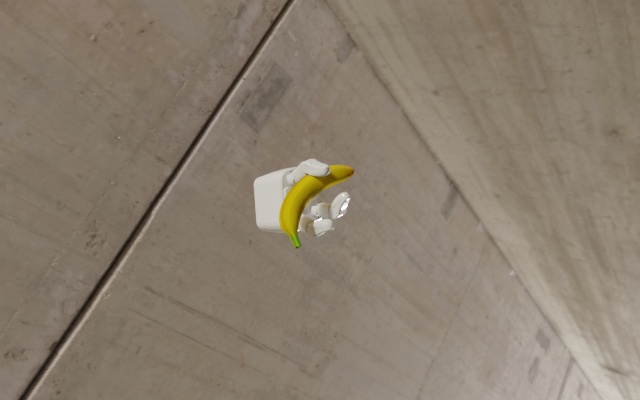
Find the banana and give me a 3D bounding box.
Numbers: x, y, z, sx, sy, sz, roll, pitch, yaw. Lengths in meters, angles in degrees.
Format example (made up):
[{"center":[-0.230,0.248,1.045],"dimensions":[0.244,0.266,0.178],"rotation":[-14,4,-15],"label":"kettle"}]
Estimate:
[{"center":[-0.015,-0.008,0.806],"dimensions":[0.197,0.069,0.037],"rotation":[-53,12,-33],"label":"banana"}]
